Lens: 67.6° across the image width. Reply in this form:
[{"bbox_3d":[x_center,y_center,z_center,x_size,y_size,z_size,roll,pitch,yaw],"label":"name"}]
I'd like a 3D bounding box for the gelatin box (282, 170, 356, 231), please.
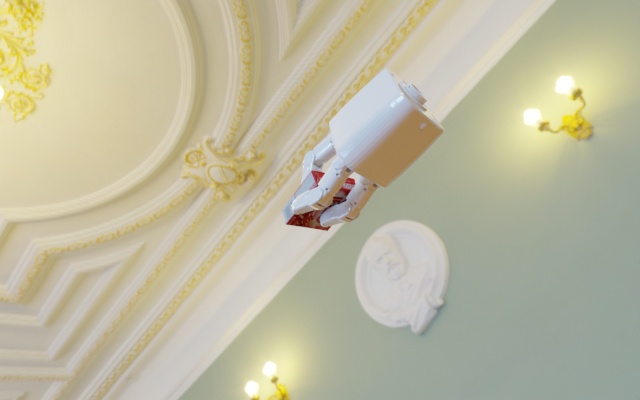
[{"bbox_3d":[0.000,0.002,0.660,0.073,0.030,0.089,11,-47,-35],"label":"gelatin box"}]
